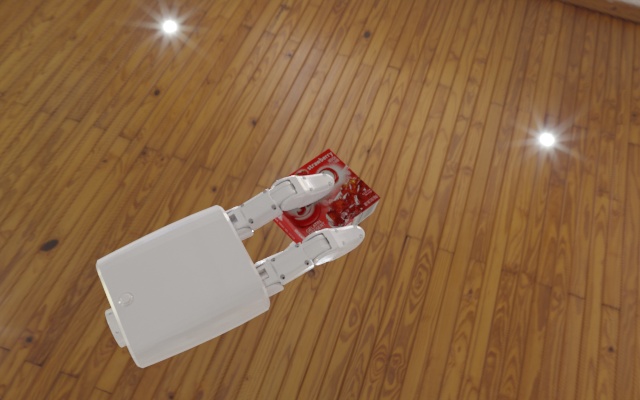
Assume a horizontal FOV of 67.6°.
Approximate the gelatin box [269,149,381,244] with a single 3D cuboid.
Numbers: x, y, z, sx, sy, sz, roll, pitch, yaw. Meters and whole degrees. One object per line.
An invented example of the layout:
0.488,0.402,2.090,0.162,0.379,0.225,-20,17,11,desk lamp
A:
0.000,0.002,0.449,0.089,0.073,0.030,-36,-18,-30,gelatin box
